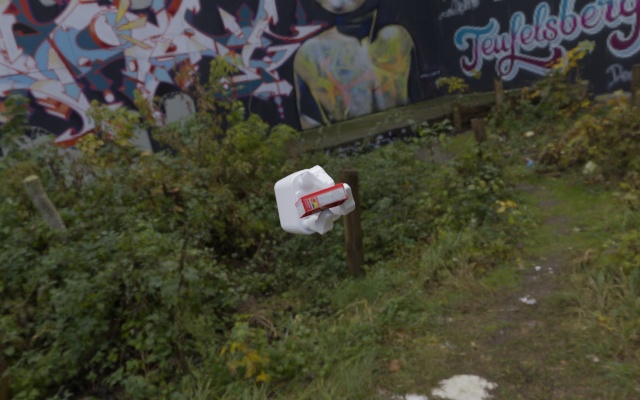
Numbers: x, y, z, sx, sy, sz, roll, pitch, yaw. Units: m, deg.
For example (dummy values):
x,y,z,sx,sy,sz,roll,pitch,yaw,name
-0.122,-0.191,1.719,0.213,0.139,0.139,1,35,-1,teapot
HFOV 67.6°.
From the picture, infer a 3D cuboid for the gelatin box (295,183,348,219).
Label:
x,y,z,sx,sy,sz,roll,pitch,yaw,name
0.000,0.002,0.788,0.073,0.030,0.089,-19,-5,-11,gelatin box
